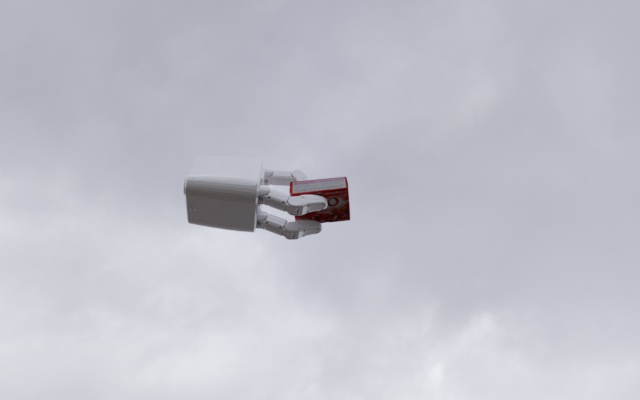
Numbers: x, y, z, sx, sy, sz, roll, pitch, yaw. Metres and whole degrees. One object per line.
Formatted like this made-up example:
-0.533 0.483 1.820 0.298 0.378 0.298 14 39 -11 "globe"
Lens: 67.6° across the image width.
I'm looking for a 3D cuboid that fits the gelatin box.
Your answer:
0.000 0.002 0.739 0.089 0.030 0.073 -6 -45 1 "gelatin box"
